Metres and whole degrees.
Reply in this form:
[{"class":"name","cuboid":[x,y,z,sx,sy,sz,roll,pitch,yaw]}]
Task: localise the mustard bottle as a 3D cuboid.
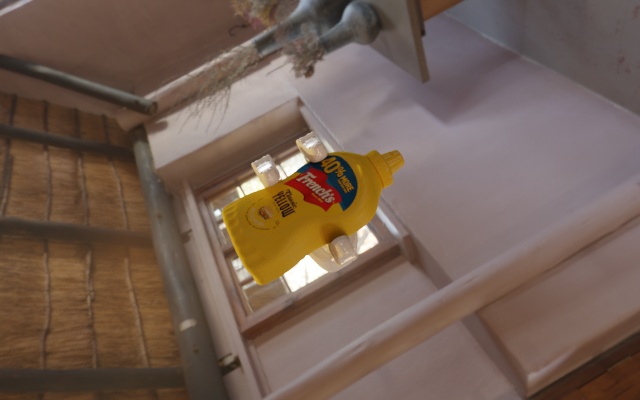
[{"class":"mustard bottle","cuboid":[0.000,0.002,0.490,0.191,0.096,0.058,-29,-42,-4]}]
